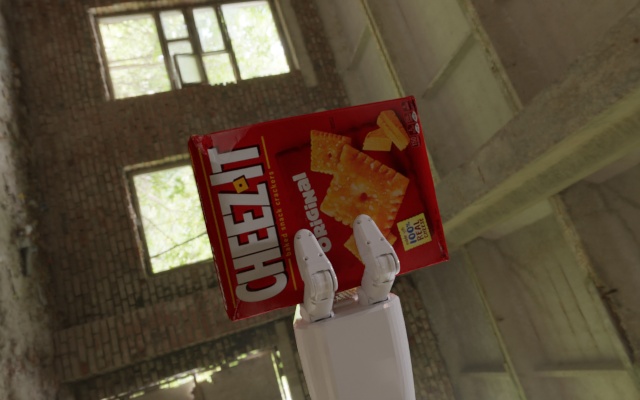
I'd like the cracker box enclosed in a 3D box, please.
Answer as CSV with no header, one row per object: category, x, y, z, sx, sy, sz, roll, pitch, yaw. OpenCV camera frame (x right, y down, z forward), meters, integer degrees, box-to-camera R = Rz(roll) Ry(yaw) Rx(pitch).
cracker box,0.000,0.001,0.449,0.213,0.164,0.072,-13,4,-15
